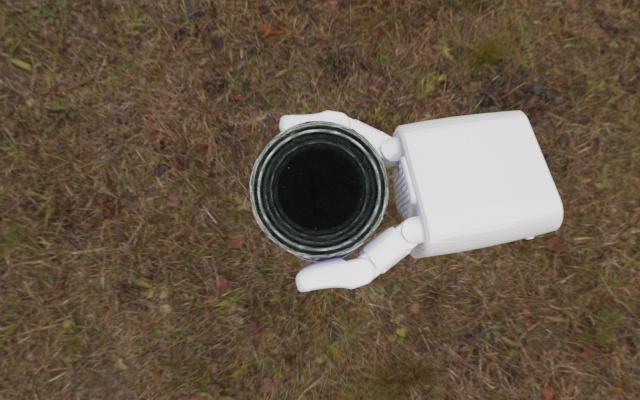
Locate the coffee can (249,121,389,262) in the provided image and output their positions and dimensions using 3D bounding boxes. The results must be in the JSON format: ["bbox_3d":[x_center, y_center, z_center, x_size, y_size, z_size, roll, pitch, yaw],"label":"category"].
[{"bbox_3d":[0.000,0.001,0.415,0.103,0.103,0.140,0,-8,1],"label":"coffee can"}]
